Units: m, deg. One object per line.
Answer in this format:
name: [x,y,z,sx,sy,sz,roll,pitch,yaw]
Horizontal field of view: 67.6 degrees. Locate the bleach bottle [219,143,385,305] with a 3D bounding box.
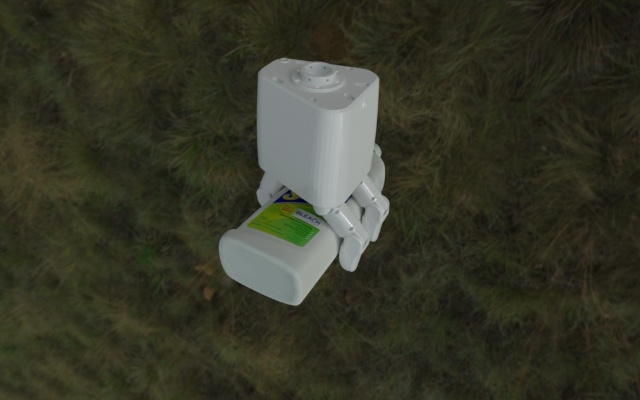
bleach bottle: [0.000,0.002,0.549,0.102,0.068,0.250,21,44,20]
